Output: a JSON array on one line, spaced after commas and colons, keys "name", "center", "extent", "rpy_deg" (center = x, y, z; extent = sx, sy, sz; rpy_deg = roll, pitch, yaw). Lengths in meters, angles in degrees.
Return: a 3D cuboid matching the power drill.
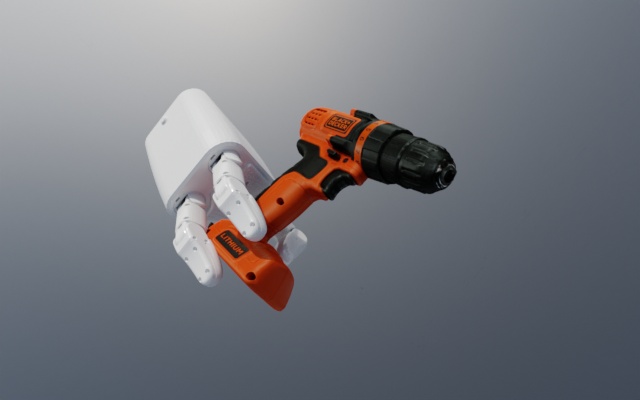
[{"name": "power drill", "center": [0.000, 0.002, 0.416], "extent": [0.184, 0.187, 0.057], "rpy_deg": [29, -19, 51]}]
